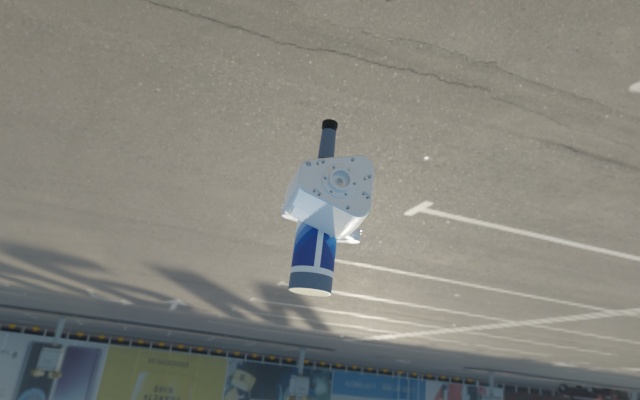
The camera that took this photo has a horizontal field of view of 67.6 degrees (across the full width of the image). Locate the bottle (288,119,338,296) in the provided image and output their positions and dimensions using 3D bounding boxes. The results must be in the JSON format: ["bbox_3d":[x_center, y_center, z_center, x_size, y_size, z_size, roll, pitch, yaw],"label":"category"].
[{"bbox_3d":[0.000,0.003,0.777,0.069,0.295,0.069,6,-20,2],"label":"bottle"}]
